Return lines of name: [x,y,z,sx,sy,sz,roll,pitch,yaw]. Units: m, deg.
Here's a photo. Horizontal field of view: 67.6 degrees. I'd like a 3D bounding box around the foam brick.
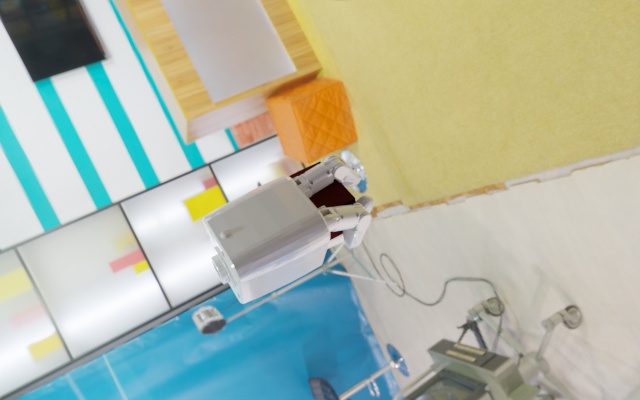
foam brick: [0.000,0.002,0.569,0.051,0.053,0.078,-27,52,-18]
